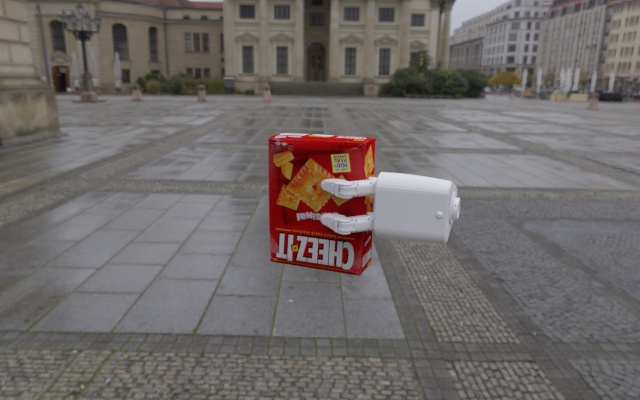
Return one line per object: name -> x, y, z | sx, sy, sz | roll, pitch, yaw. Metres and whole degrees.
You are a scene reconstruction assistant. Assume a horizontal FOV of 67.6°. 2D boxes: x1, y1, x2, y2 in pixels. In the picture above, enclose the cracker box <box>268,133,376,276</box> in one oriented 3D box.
cracker box -> 0.000, 0.002, 0.774 | 0.164, 0.214, 0.072 | 6, 15, 20
